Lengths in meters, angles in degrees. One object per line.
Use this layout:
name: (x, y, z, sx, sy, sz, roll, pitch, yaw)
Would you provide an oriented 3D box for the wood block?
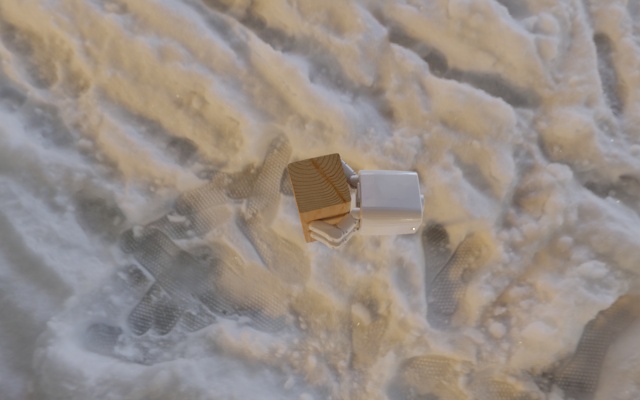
wood block: (0.000, 0.002, 0.870, 0.090, 0.090, 0.206, -13, -18, -3)
